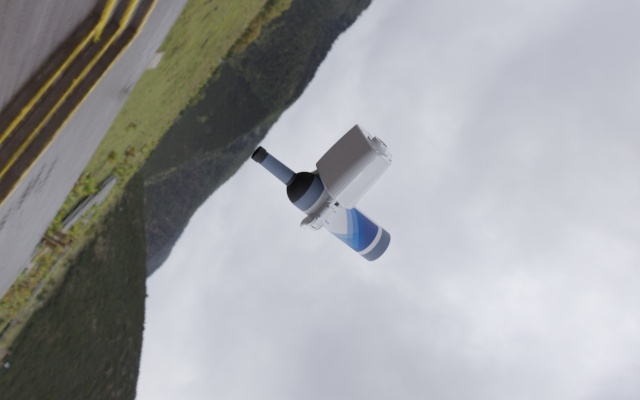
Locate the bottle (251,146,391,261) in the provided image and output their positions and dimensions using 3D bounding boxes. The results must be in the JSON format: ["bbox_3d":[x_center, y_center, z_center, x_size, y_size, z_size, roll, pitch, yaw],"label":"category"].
[{"bbox_3d":[0.000,0.003,0.855,0.296,0.069,0.069,38,-15,-20],"label":"bottle"}]
